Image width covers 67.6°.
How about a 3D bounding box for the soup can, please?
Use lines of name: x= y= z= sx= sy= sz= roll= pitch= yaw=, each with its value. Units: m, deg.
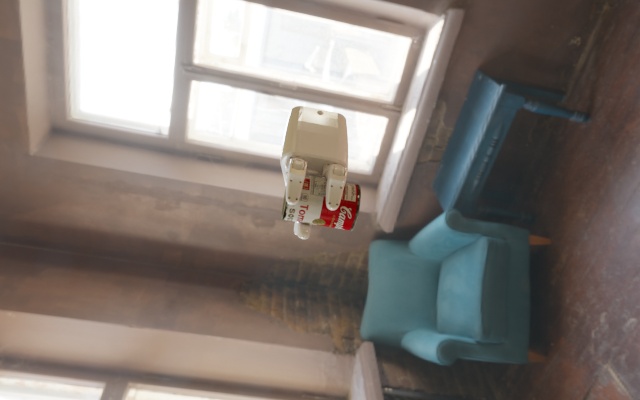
soup can: x=0.000 y=0.003 z=0.680 sx=0.102 sy=0.068 sz=0.068 roll=10 pitch=-1 yaw=-8
